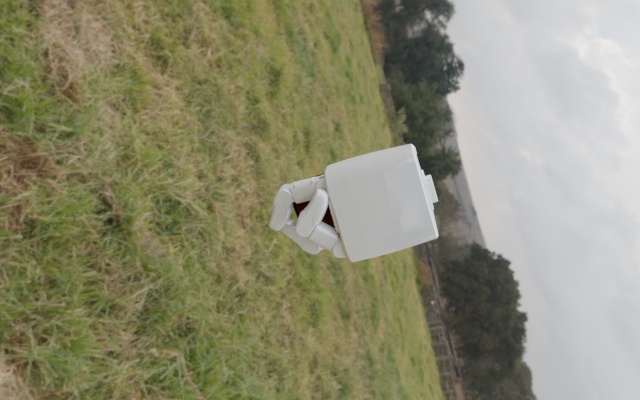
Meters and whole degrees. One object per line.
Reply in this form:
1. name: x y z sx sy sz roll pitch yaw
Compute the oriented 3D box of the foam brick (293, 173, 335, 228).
1. foam brick: 0.000 0.002 0.624 0.051 0.053 0.078 -16 19 14
